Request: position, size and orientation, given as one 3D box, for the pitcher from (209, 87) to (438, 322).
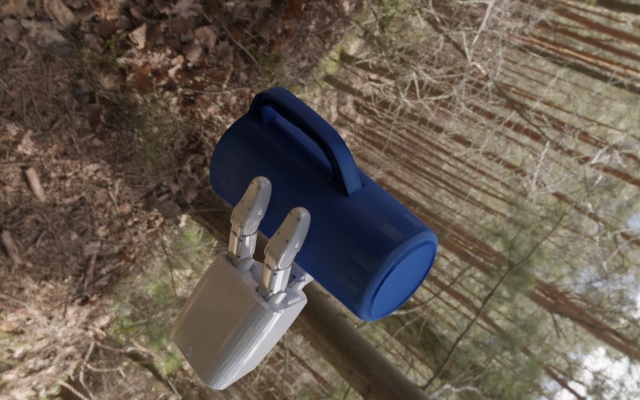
[{"bbox_3d":[0.000,0.002,0.498,0.242,0.145,0.149,40,7,32],"label":"pitcher"}]
